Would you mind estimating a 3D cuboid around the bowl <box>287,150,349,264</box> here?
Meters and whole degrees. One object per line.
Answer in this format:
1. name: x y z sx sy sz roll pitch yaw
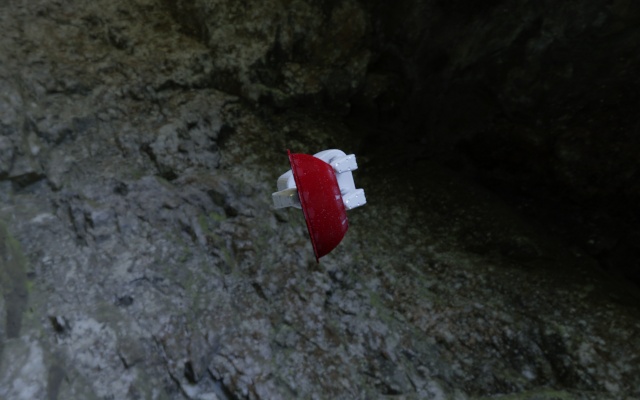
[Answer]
1. bowl: 0.001 0.003 0.652 0.055 0.162 0.162 -15 0 -2
